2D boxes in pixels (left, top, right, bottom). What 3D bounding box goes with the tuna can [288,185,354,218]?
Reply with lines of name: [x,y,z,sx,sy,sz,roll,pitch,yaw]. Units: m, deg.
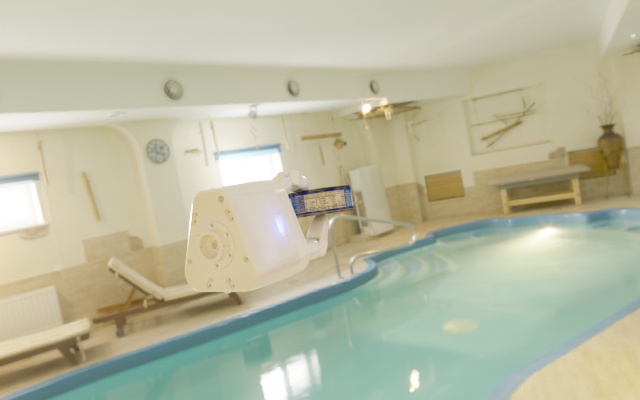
tuna can: [0.000,0.001,0.628,0.086,0.034,0.086,-8,-1,0]
